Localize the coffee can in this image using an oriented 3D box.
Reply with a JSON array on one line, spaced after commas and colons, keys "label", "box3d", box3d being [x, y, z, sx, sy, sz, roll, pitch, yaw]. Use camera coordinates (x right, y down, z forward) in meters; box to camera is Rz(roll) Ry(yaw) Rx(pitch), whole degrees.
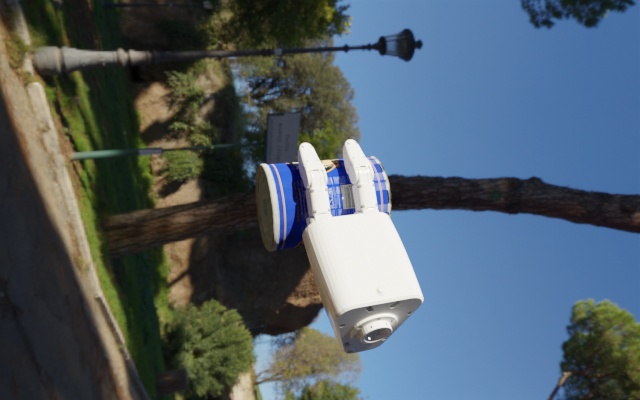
[{"label": "coffee can", "box3d": [0.000, 0.002, 0.577, 0.140, 0.103, 0.103, -6, 2, -17]}]
